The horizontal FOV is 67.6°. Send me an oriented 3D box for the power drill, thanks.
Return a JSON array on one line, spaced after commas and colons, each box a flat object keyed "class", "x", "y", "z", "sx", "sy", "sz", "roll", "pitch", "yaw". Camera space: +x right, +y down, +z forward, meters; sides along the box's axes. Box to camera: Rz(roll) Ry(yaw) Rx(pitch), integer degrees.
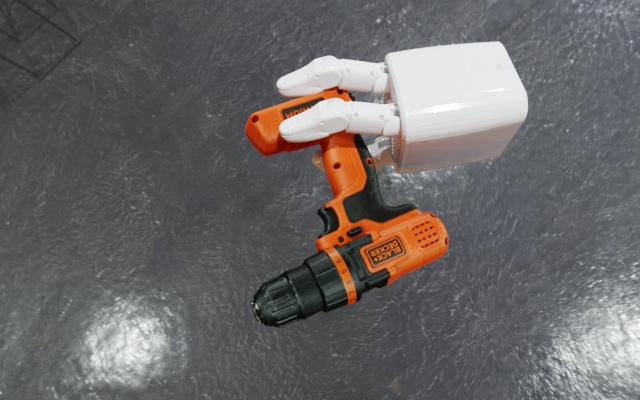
[{"class": "power drill", "x": 0.000, "y": 0.001, "z": 0.433, "sx": 0.184, "sy": 0.187, "sz": 0.057, "roll": -21, "pitch": -13, "yaw": -16}]
